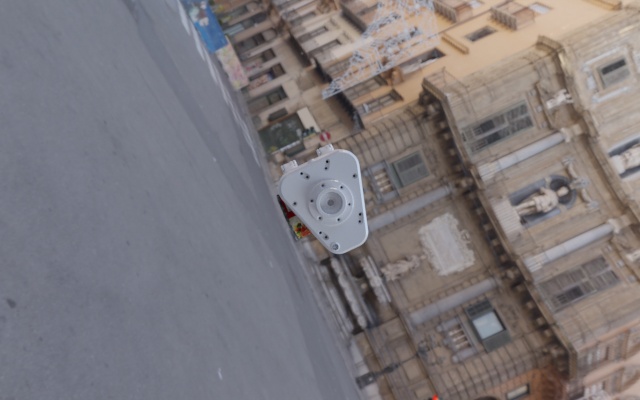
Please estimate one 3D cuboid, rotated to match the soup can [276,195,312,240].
[{"bbox_3d":[0.000,0.002,0.649,0.102,0.068,0.068,-25,0,0],"label":"soup can"}]
